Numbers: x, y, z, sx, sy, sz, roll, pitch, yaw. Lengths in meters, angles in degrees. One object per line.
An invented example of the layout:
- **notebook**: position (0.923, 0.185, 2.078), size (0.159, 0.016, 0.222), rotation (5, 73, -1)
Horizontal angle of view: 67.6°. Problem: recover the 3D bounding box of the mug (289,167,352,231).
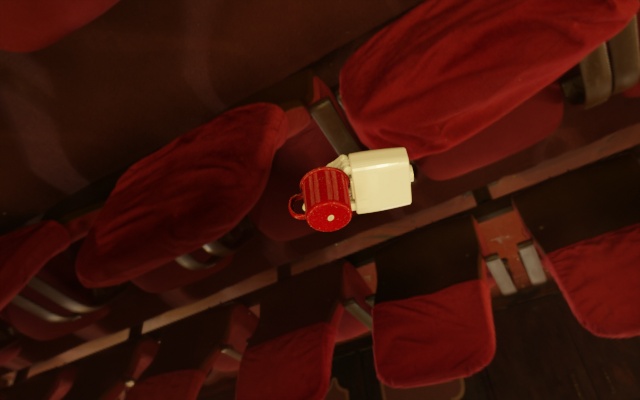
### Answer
- **mug**: position (-0.001, 0.003, 0.852), size (0.117, 0.081, 0.093), rotation (-11, -42, 4)
